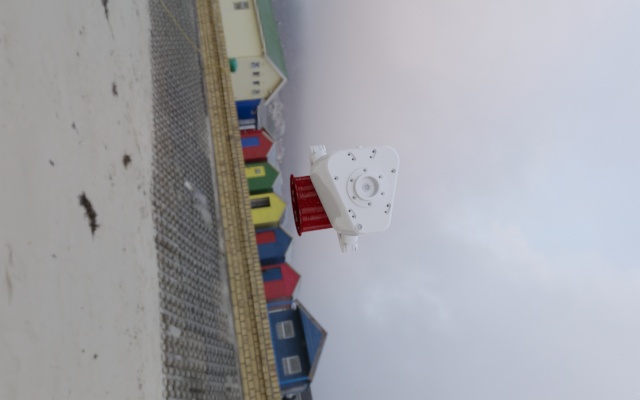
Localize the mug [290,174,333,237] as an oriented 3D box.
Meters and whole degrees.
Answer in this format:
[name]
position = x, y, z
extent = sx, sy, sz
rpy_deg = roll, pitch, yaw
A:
[mug]
position = 0.000, 0.002, 0.720
extent = 0.081, 0.093, 0.117
rpy_deg = -8, -1, -9
